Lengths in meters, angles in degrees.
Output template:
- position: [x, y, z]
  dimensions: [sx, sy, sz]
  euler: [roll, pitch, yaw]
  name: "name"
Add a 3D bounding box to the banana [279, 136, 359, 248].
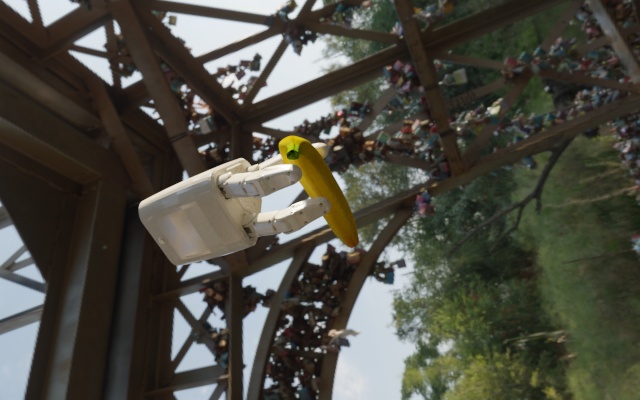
- position: [-0.003, -0.015, 0.550]
  dimensions: [0.037, 0.069, 0.198]
  euler: [-19, -39, 16]
  name: "banana"
